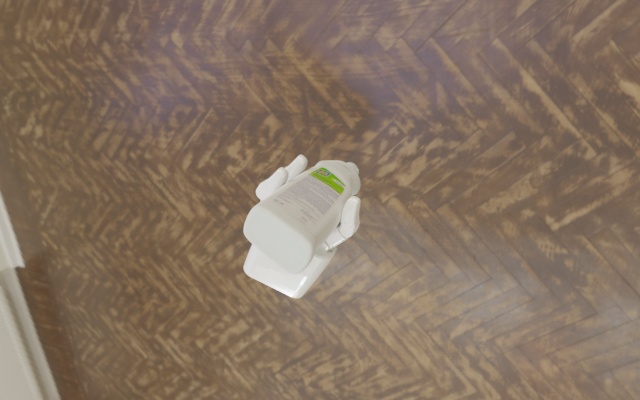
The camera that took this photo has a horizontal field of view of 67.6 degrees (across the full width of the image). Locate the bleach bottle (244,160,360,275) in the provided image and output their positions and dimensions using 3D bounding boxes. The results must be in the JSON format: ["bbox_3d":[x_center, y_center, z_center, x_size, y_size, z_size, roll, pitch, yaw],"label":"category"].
[{"bbox_3d":[0.000,0.002,0.690,0.102,0.068,0.250,37,35,10],"label":"bleach bottle"}]
